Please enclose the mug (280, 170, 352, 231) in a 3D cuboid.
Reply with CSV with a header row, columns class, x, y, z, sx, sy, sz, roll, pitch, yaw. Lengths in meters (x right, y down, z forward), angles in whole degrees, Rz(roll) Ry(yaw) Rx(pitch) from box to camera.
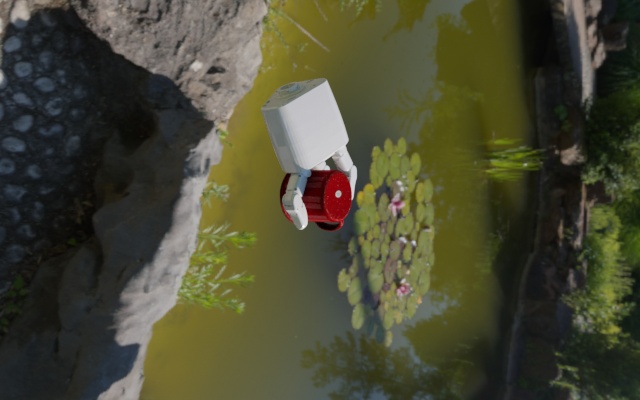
class,x,y,z,sx,sy,sz,roll,pitch,yaw
mug,0.001,0.004,0.762,0.081,0.117,0.093,1,36,37
